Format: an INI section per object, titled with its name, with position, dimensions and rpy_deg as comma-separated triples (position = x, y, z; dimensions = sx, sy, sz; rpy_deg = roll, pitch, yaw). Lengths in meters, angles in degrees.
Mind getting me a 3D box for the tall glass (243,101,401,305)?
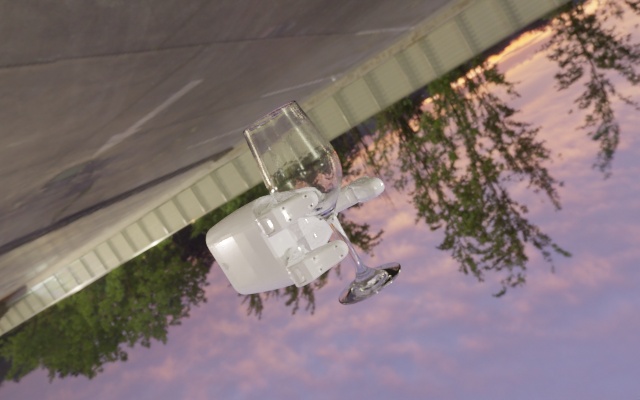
[tall glass]
position = 0.001, 0.002, 0.484
dimensions = 0.079, 0.201, 0.079
rpy_deg = -30, 6, 4
